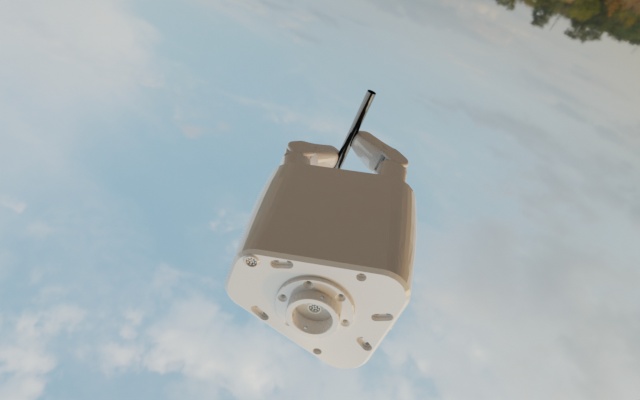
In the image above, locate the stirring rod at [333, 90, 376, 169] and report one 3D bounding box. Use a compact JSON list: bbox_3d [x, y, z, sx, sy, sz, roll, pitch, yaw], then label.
[{"bbox_3d":[0.000,0.001,0.462,0.011,0.240,0.011,17,34,-12],"label":"stirring rod"}]
